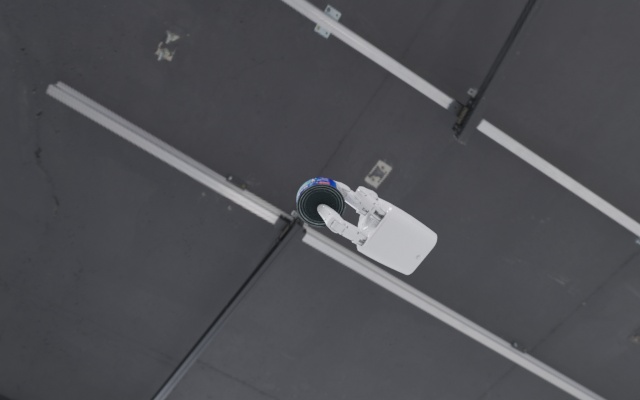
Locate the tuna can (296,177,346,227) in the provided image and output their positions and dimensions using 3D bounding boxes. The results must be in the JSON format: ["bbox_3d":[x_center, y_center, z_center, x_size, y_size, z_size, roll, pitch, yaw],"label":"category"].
[{"bbox_3d":[0.000,0.002,0.842,0.086,0.086,0.033,0,28,-4],"label":"tuna can"}]
